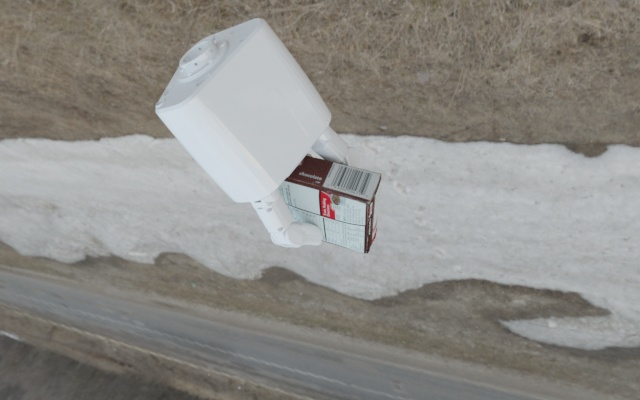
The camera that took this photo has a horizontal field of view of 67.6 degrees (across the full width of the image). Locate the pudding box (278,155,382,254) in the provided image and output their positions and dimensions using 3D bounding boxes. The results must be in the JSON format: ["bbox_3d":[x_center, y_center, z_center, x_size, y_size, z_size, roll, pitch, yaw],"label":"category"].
[{"bbox_3d":[0.000,0.002,0.470,0.113,0.039,0.090,17,-34,16],"label":"pudding box"}]
